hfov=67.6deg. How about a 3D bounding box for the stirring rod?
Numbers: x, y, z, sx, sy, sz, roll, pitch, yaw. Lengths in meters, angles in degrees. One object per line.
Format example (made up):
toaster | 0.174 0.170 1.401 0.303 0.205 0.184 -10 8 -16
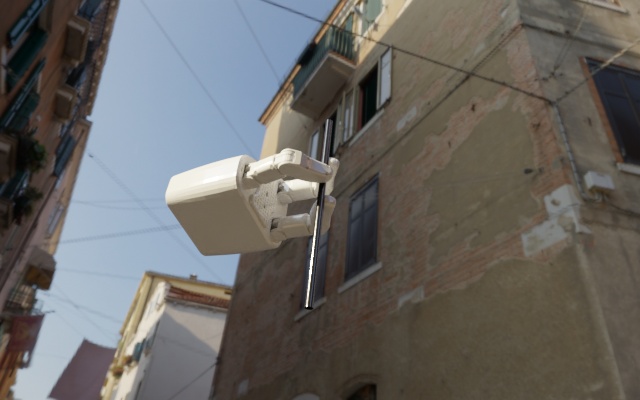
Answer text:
stirring rod | 0.000 0.002 0.507 0.011 0.239 0.011 4 -36 3
